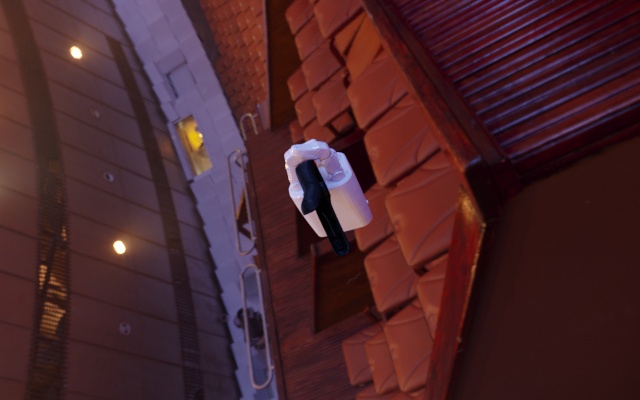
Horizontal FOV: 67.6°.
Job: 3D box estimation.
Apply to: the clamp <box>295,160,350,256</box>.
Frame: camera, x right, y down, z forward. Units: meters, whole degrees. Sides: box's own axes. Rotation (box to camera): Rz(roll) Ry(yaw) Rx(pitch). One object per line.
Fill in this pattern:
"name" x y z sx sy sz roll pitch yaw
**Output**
"clamp" -0.001 0.002 0.714 0.039 0.120 0.171 -22 35 9
